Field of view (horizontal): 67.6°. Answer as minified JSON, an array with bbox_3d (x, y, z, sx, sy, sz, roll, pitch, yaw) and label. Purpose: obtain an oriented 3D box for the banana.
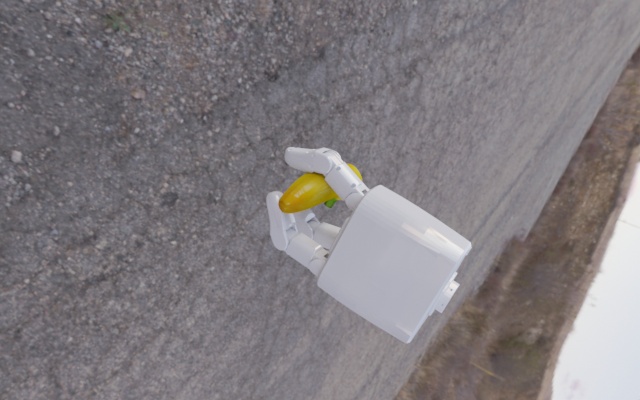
[{"bbox_3d":[0.012,-0.013,0.537,0.037,0.069,0.198,38,9,13],"label":"banana"}]
